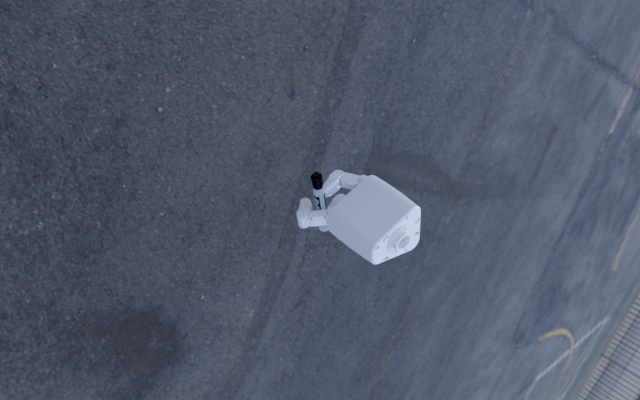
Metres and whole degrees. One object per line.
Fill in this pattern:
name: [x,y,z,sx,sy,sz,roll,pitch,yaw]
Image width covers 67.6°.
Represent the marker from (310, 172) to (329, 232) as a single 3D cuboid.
marker: [0.000,0.003,0.784,0.020,0.121,0.020,-5,41,4]
